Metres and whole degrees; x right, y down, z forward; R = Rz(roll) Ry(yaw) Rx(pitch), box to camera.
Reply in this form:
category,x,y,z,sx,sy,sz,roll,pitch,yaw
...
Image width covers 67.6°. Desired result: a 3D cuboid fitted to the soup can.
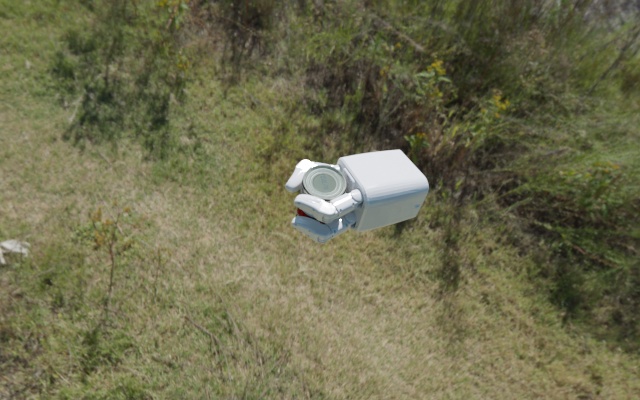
category,x,y,z,sx,sy,sz,roll,pitch,yaw
soup can,0.000,0.002,0.731,0.068,0.068,0.102,0,-36,-9
